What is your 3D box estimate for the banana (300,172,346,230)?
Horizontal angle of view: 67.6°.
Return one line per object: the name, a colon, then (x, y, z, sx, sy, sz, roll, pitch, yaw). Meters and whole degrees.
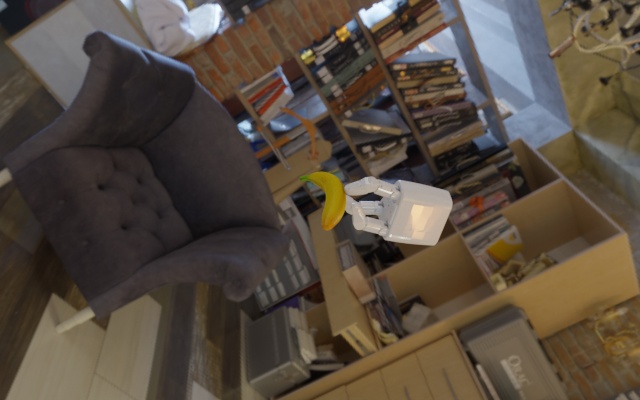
banana: (0.015, -0.009, 0.896, 0.069, 0.037, 0.197, -32, 31, 3)
